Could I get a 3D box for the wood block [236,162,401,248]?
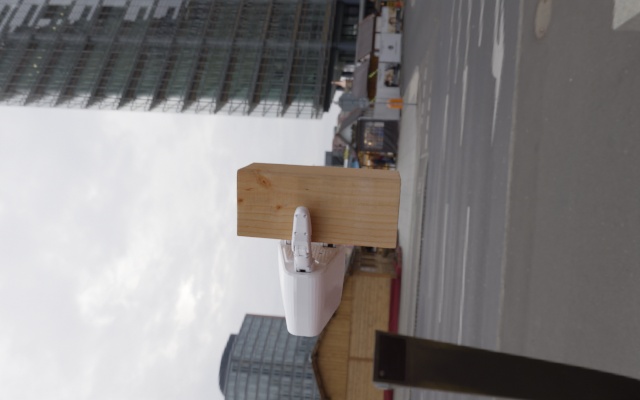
[{"bbox_3d":[0.000,0.003,0.640,0.206,0.090,0.091,4,12,6],"label":"wood block"}]
